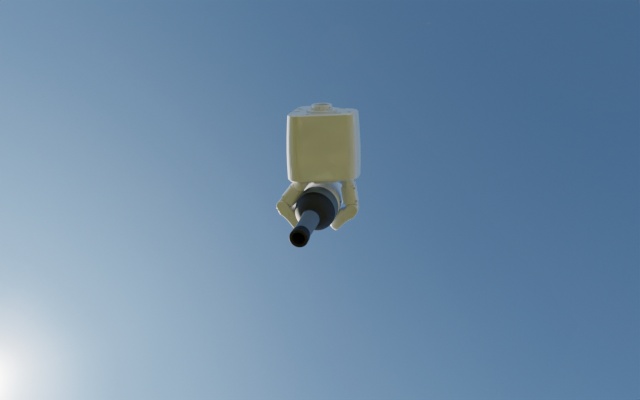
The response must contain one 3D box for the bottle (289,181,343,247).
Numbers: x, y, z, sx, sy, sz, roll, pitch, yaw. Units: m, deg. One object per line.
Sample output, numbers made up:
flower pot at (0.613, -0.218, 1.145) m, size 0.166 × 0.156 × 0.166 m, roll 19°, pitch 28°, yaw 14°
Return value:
bottle at (0.000, 0.003, 0.790) m, size 0.069 × 0.069 × 0.295 m, roll 0°, pitch 20°, yaw 13°
